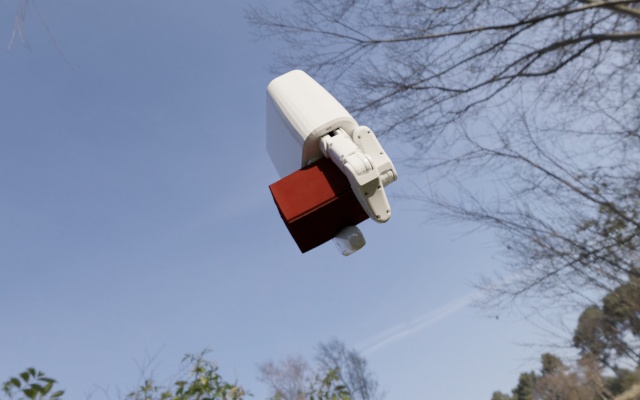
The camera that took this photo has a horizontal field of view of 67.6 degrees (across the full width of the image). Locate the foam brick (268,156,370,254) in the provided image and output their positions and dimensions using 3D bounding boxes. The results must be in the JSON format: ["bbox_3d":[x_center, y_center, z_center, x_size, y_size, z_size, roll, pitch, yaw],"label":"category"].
[{"bbox_3d":[0.000,0.002,0.442,0.078,0.051,0.053,-28,-40,-9],"label":"foam brick"}]
